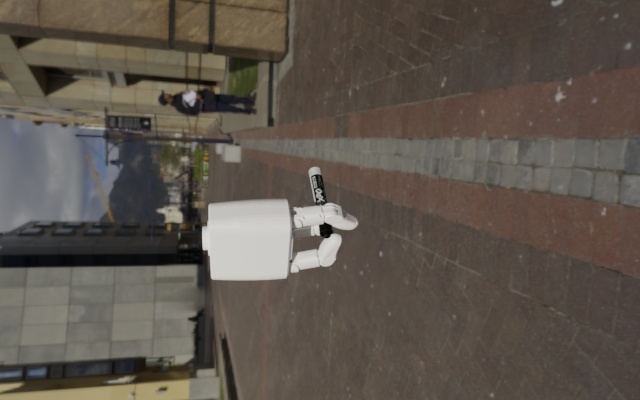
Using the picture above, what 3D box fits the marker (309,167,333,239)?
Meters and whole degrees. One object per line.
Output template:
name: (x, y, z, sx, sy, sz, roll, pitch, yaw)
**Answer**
marker: (0.000, 0.002, 0.675, 0.020, 0.121, 0.020, -6, -38, -5)
